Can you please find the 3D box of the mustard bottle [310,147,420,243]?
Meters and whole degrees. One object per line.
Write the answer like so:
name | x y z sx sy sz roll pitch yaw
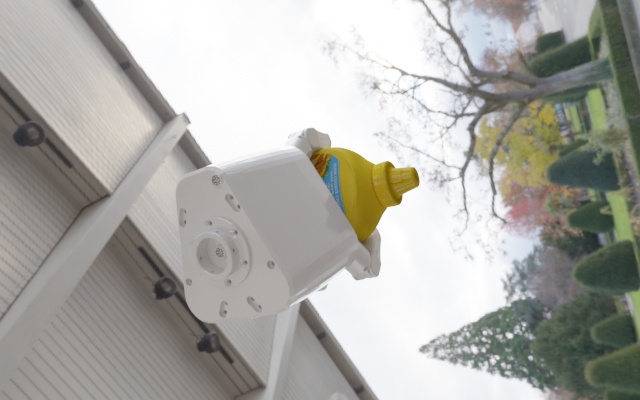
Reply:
mustard bottle | 0.000 0.002 0.452 0.191 0.096 0.058 -15 -20 28
